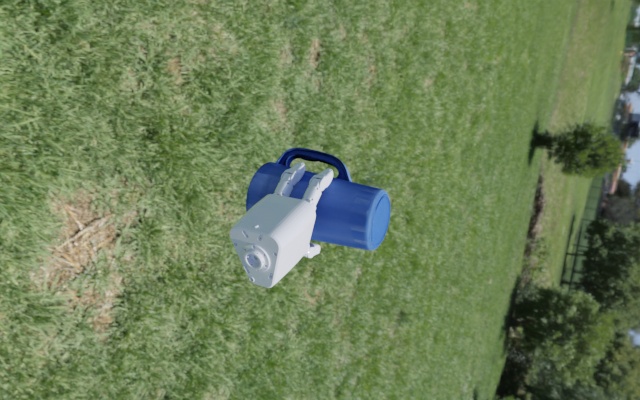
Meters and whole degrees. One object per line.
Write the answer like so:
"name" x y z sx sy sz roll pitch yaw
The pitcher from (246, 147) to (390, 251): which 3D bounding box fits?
"pitcher" 0.000 0.003 0.868 0.243 0.149 0.145 12 30 25
